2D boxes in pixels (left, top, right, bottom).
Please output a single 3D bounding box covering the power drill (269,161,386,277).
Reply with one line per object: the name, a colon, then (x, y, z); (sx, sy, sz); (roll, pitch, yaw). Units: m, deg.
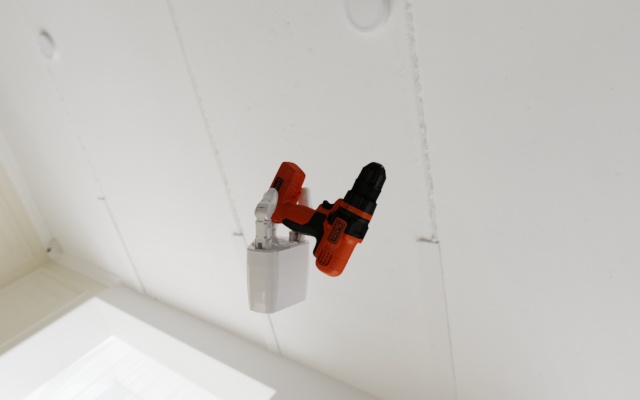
power drill: (0.000, 0.003, 0.755); (0.187, 0.184, 0.057); (28, 2, 39)
